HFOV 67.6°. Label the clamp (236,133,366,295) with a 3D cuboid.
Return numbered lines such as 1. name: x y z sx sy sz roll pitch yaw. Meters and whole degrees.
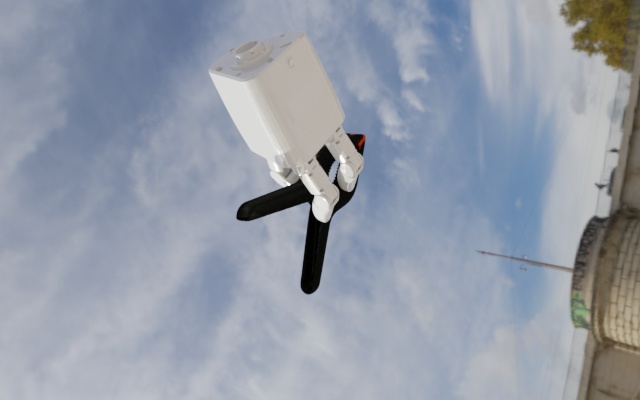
1. clamp: 0.000 0.001 0.593 0.036 0.165 0.210 11 51 39
